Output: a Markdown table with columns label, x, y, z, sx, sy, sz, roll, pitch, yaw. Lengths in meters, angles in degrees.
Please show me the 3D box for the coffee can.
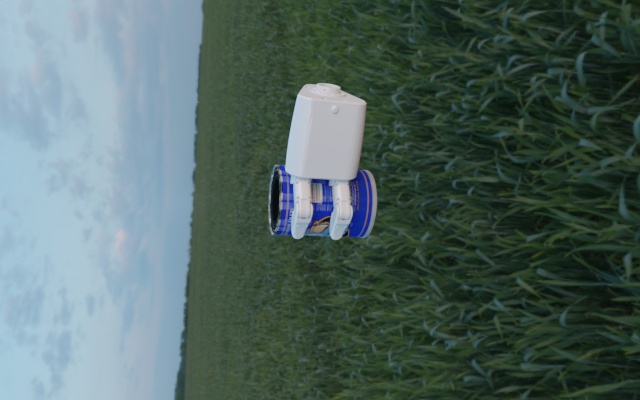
| label | x | y | z | sx | sy | sz | roll | pitch | yaw |
| --- | --- | --- | --- | --- | --- | --- | --- | --- | --- |
| coffee can | 0.000 | 0.002 | 0.705 | 0.140 | 0.103 | 0.103 | 3 | -1 | -15 |
